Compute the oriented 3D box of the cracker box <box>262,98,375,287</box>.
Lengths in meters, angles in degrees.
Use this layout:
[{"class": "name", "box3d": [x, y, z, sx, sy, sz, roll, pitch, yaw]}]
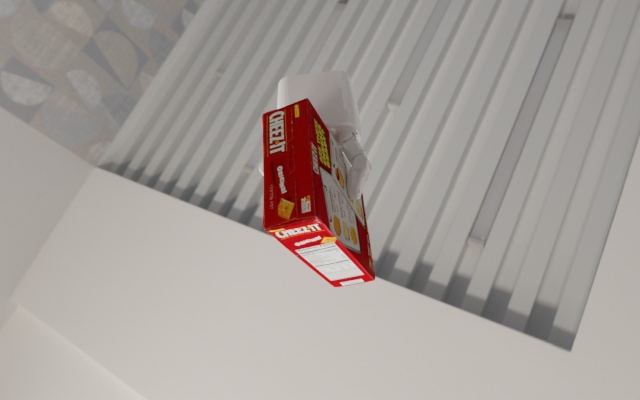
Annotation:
[{"class": "cracker box", "box3d": [0.000, 0.002, 0.618, 0.072, 0.164, 0.214, -15, -31, 17]}]
